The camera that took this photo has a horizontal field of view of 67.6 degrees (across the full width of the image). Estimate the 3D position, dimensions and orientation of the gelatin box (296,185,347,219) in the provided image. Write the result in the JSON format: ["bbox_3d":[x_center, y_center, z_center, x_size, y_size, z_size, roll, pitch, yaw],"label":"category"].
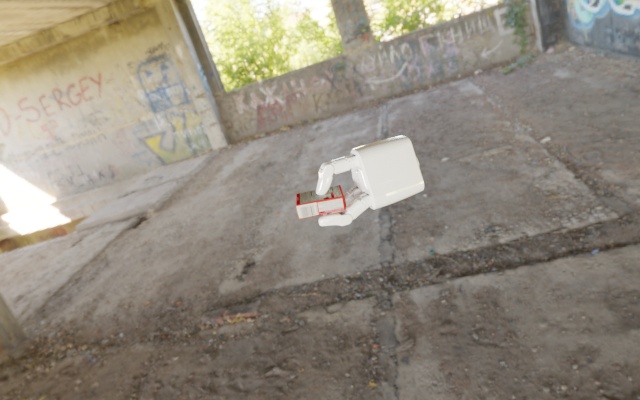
[{"bbox_3d":[0.000,0.003,0.879,0.089,0.030,0.073,-11,18,0],"label":"gelatin box"}]
